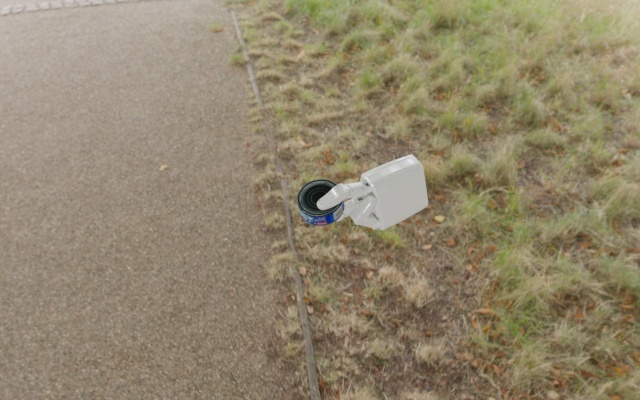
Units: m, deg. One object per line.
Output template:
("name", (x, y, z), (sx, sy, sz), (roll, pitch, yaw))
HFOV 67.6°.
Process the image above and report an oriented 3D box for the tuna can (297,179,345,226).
("tuna can", (0.000, 0.003, 0.875), (0.086, 0.086, 0.034), (0, -35, 9))
